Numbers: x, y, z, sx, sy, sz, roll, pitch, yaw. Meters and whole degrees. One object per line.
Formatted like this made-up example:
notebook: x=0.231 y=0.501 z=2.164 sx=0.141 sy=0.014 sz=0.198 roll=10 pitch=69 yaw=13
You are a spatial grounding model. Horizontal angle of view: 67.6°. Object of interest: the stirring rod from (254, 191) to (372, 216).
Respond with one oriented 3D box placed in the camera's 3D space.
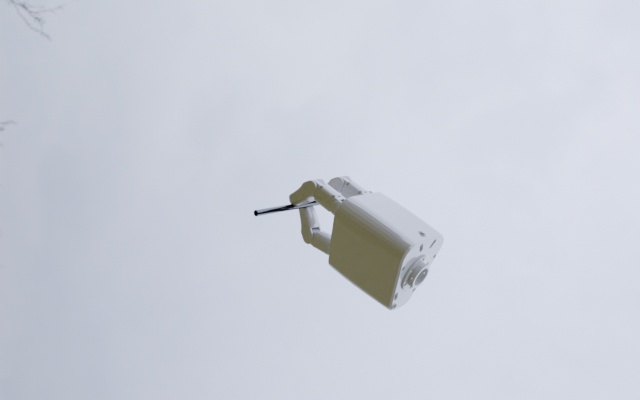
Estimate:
stirring rod: x=0.000 y=0.002 z=0.683 sx=0.011 sy=0.011 sz=0.239 roll=0 pitch=6 yaw=42
